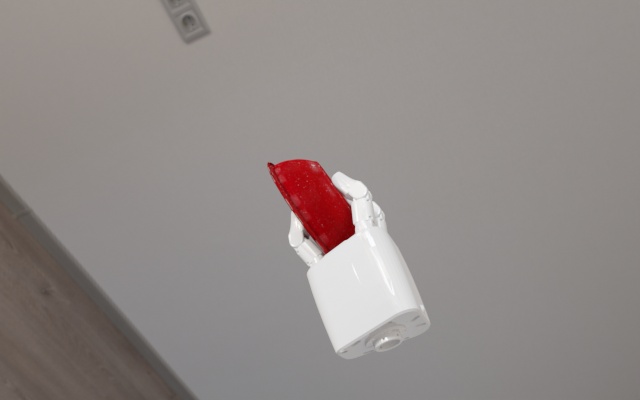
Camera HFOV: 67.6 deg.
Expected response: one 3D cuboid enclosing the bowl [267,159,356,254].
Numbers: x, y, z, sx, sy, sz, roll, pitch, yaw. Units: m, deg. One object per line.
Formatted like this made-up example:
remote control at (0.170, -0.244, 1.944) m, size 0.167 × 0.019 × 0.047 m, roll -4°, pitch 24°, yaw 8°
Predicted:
bowl at (0.000, 0.001, 0.618) m, size 0.055 × 0.162 × 0.162 m, roll -36°, pitch -3°, yaw 4°
